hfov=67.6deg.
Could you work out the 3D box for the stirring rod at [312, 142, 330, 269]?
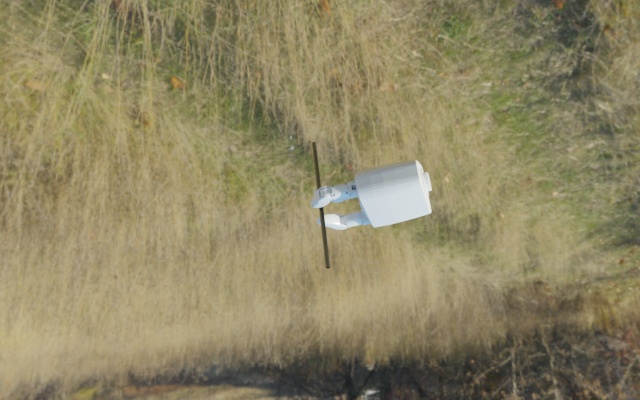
[{"bbox_3d":[0.000,0.003,0.848,0.011,0.239,0.011,-5,-22,-2],"label":"stirring rod"}]
